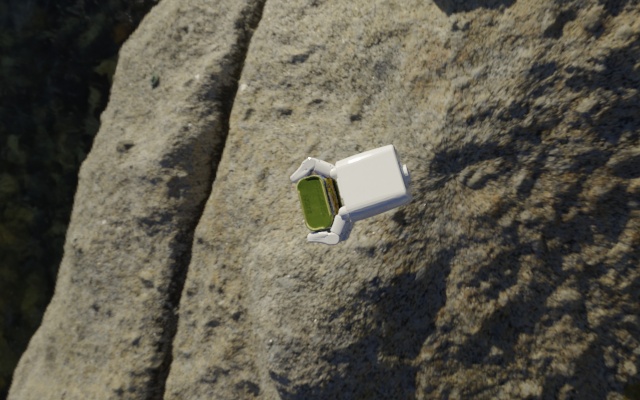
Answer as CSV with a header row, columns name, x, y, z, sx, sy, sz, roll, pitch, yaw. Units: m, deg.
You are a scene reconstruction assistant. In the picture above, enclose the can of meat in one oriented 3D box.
name,x,y,z,sx,sy,sz,roll,pitch,yaw
can of meat,0.000,0.003,0.864,0.057,0.102,0.084,-15,-1,15
